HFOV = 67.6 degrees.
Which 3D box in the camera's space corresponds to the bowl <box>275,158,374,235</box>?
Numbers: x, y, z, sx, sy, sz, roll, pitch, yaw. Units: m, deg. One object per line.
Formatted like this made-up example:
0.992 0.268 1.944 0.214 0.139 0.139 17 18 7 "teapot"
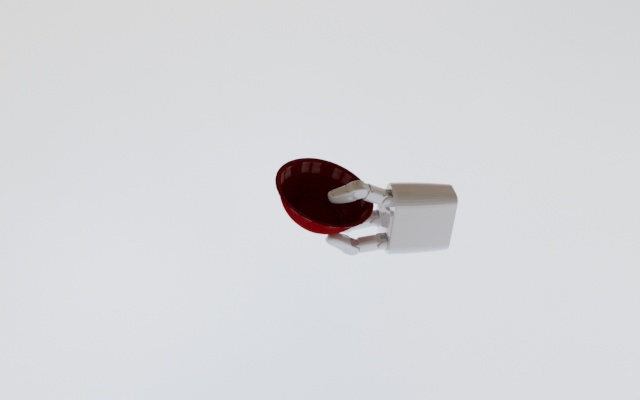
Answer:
-0.001 0.002 0.762 0.162 0.055 0.162 14 39 -12 "bowl"
